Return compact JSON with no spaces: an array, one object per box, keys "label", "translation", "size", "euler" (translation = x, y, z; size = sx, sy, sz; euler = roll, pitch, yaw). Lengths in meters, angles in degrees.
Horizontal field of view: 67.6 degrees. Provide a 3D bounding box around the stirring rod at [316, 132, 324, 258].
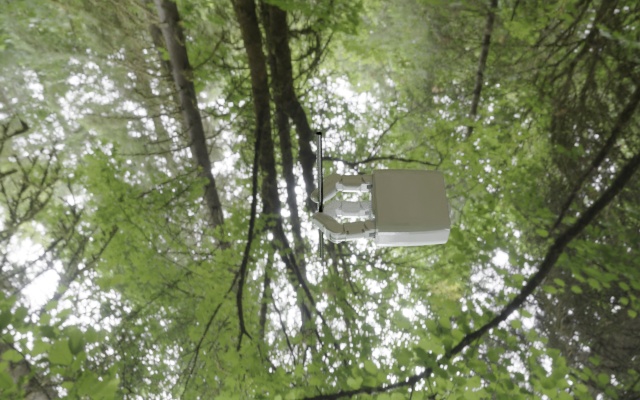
[{"label":"stirring rod","translation":[0.000,0.002,0.696],"size":[0.011,0.240,0.011],"euler":[-1,42,1]}]
